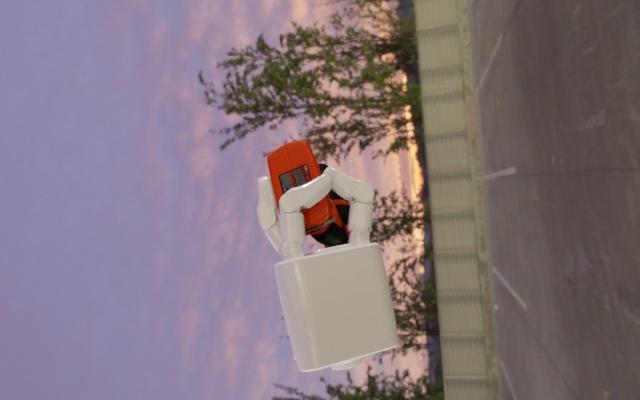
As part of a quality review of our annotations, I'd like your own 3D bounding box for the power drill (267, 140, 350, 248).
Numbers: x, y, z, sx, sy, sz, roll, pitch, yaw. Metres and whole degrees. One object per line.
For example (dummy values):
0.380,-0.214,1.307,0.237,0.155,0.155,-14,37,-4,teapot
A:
0.000,0.002,0.594,0.057,0.184,0.188,-25,-28,10,power drill
